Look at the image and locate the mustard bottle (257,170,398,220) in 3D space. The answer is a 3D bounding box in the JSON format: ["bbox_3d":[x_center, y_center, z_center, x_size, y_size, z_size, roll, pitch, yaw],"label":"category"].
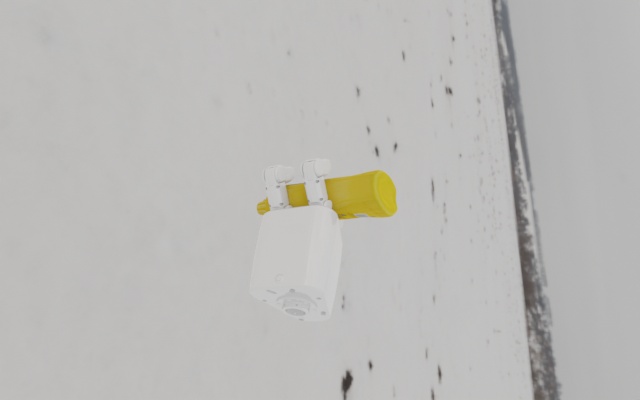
[{"bbox_3d":[0.000,0.002,0.643,0.191,0.058,0.096,-7,-12,24],"label":"mustard bottle"}]
